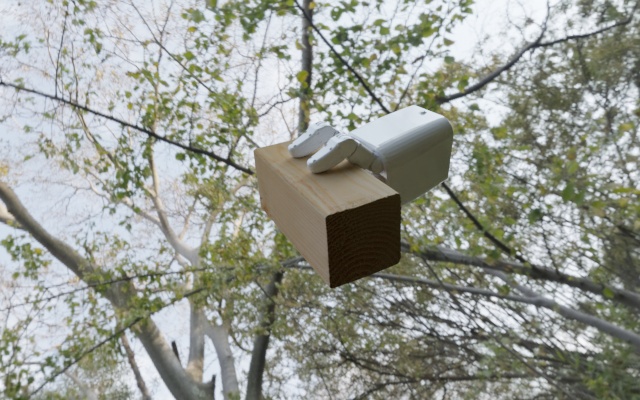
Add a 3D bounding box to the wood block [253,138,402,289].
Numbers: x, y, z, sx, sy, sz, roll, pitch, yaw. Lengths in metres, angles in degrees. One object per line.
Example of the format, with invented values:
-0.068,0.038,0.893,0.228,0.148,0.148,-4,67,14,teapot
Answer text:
0.000,0.002,0.571,0.090,0.091,0.206,-17,30,-21,wood block
